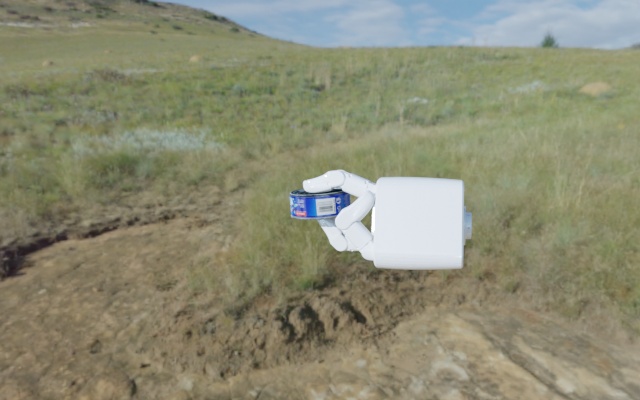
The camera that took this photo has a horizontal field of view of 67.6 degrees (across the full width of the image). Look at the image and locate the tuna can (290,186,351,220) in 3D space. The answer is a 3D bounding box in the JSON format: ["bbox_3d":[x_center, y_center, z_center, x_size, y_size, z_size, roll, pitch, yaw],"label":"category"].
[{"bbox_3d":[0.000,0.002,0.663,0.086,0.034,0.086,-5,9,1],"label":"tuna can"}]
